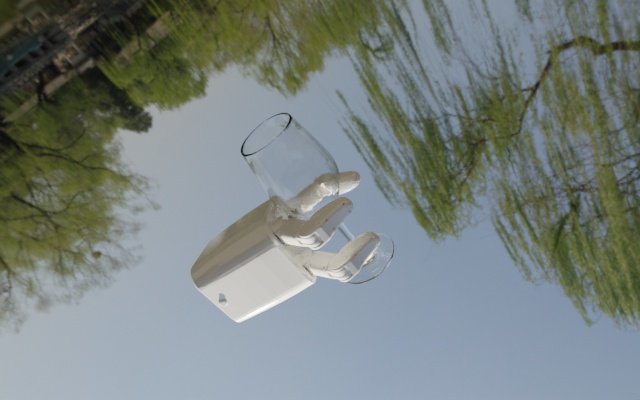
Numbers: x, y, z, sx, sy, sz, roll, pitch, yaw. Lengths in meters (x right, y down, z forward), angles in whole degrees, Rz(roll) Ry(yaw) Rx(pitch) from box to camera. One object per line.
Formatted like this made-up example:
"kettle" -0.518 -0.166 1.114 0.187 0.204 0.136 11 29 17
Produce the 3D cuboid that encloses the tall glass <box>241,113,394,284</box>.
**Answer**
"tall glass" 0.001 0.002 0.515 0.079 0.079 0.201 0 -43 47
